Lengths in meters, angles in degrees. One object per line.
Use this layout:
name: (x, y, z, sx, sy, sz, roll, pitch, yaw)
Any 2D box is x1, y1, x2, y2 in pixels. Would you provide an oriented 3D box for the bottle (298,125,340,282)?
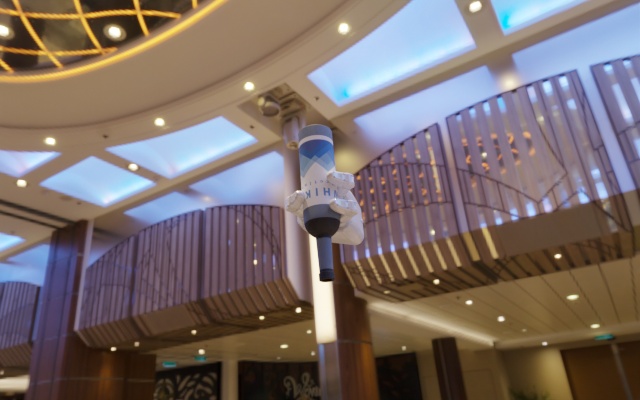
bottle: (0.000, 0.003, 0.874, 0.069, 0.295, 0.069, -4, -24, -2)
